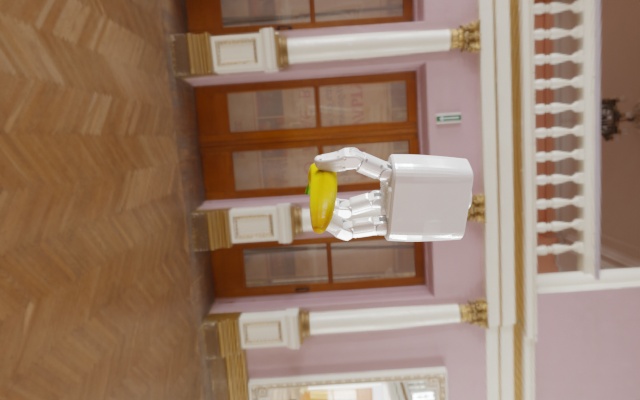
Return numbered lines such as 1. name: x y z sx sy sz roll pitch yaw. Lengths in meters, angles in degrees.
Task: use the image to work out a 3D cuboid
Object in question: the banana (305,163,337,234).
1. banana: 0.002 -0.017 0.648 0.037 0.070 0.197 6 14 -4
